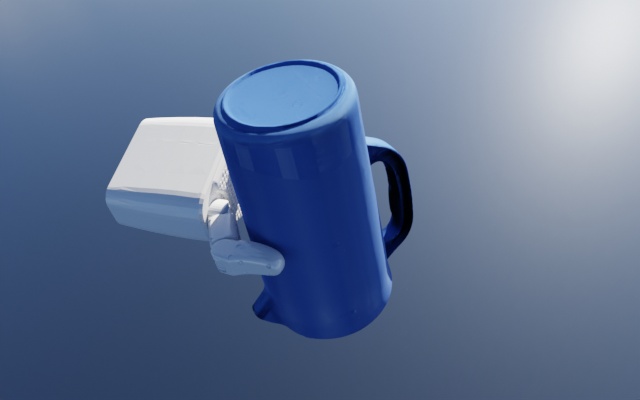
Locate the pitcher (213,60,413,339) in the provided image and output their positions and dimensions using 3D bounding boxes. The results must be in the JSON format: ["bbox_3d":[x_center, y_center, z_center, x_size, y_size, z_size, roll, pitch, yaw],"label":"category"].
[{"bbox_3d":[0.000,0.001,0.430,0.145,0.149,0.243,6,-43,18],"label":"pitcher"}]
